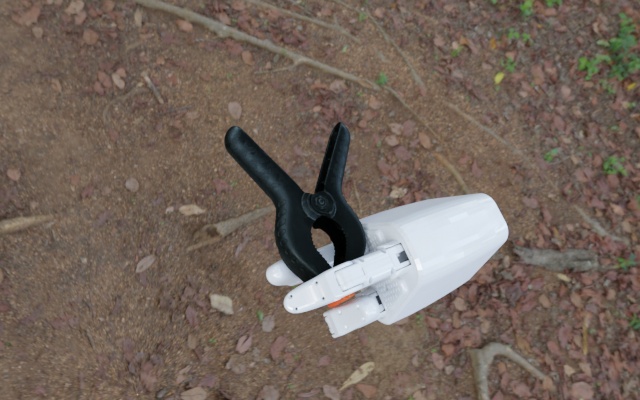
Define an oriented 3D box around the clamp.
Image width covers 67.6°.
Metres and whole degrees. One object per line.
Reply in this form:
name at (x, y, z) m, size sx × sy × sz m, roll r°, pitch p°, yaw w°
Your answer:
clamp at (0.000, 0.001, 0.412) m, size 0.120 × 0.171 × 0.039 m, roll -19°, pitch -13°, yaw -26°
